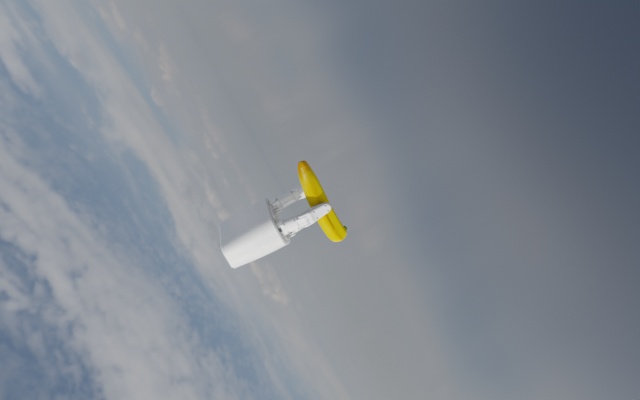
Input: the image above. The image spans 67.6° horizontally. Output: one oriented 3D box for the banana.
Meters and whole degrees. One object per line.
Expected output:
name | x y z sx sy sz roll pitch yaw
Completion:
banana | 0.005 0.016 0.876 0.037 0.198 0.069 -26 38 5
